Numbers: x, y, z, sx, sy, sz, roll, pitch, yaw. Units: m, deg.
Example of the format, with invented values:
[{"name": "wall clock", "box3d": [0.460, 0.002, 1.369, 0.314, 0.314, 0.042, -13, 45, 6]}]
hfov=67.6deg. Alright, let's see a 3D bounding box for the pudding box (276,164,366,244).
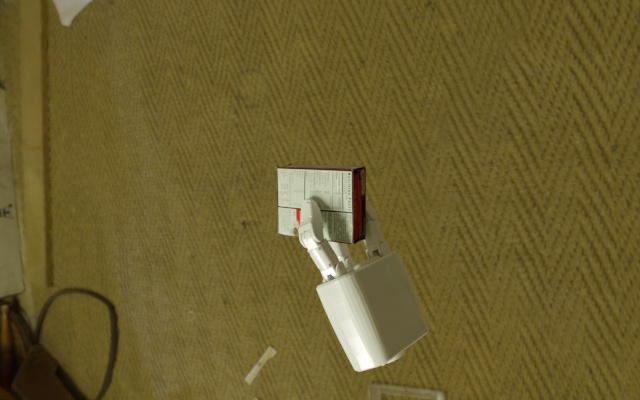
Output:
[{"name": "pudding box", "box3d": [0.000, 0.002, 0.586, 0.113, 0.090, 0.039, 4, 9, 29]}]
